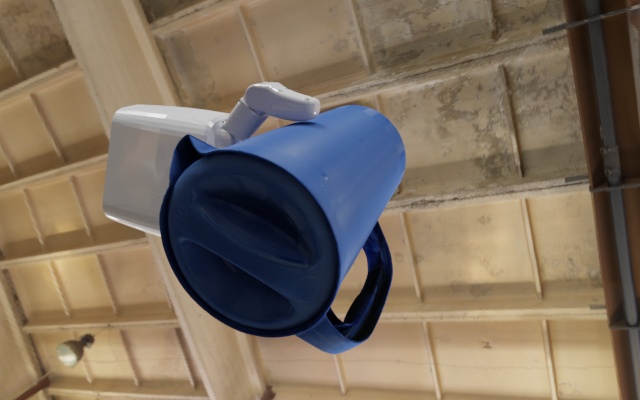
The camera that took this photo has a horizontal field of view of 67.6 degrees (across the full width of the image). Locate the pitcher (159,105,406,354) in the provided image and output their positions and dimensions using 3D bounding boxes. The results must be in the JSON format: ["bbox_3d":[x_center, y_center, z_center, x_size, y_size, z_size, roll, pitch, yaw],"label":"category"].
[{"bbox_3d":[0.000,0.001,0.404,0.145,0.149,0.242,11,24,20],"label":"pitcher"}]
